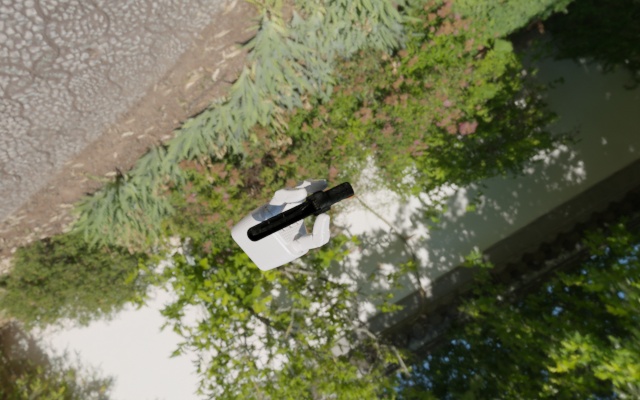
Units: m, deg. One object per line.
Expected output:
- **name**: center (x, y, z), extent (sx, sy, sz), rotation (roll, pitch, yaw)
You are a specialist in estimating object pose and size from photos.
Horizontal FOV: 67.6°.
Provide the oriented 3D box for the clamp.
- **clamp**: center (0.001, 0.003, 0.770), extent (0.164, 0.036, 0.210), rotation (-27, -2, 43)
